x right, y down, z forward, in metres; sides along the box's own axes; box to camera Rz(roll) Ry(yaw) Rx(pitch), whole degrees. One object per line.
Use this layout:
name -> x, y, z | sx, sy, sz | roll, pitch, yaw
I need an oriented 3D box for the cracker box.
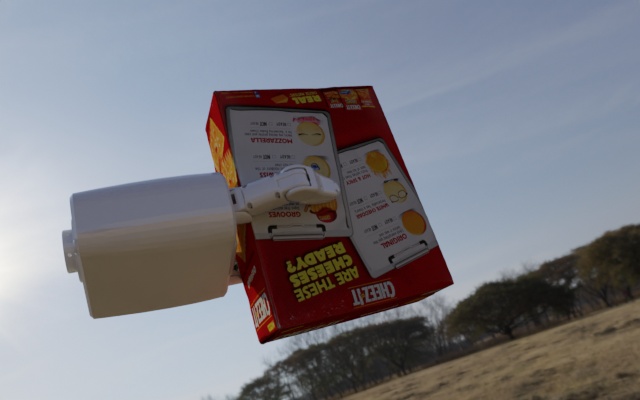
cracker box -> 0.000, 0.001, 0.434 | 0.164, 0.213, 0.072 | -8, -23, -25
